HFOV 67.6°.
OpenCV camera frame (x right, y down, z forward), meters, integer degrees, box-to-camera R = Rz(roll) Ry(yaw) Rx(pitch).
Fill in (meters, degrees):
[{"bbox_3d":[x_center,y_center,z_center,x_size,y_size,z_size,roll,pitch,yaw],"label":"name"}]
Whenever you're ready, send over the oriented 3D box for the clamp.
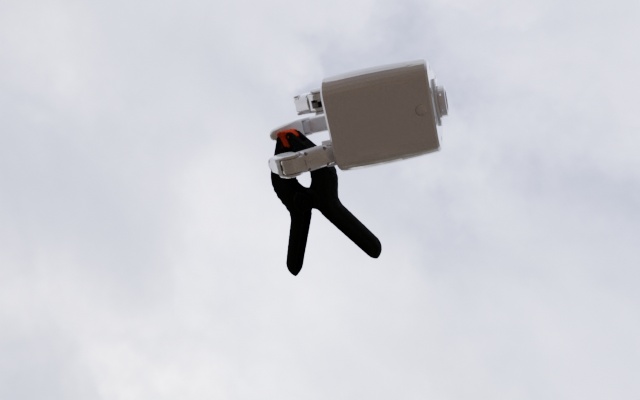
[{"bbox_3d":[0.000,0.001,0.535,0.120,0.171,0.039,-8,14,20],"label":"clamp"}]
